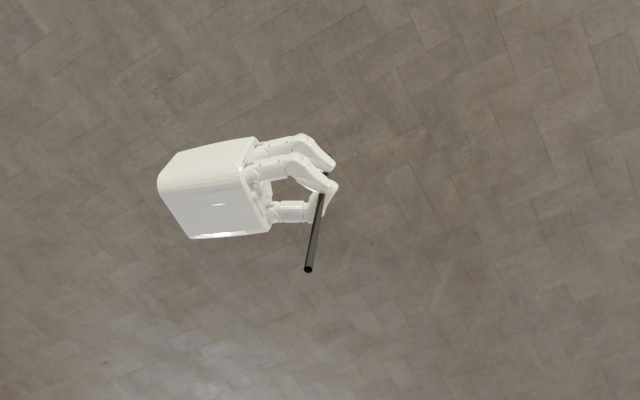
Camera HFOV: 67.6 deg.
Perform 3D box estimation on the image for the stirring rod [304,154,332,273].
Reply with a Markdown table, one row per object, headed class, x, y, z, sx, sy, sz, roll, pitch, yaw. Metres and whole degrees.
| class | x | y | z | sx | sy | sz | roll | pitch | yaw |
| --- | --- | --- | --- | --- | --- | --- | --- | --- | --- |
| stirring rod | 0.000 | 0.002 | 0.527 | 0.011 | 0.011 | 0.239 | 0 | 30 | 6 |
